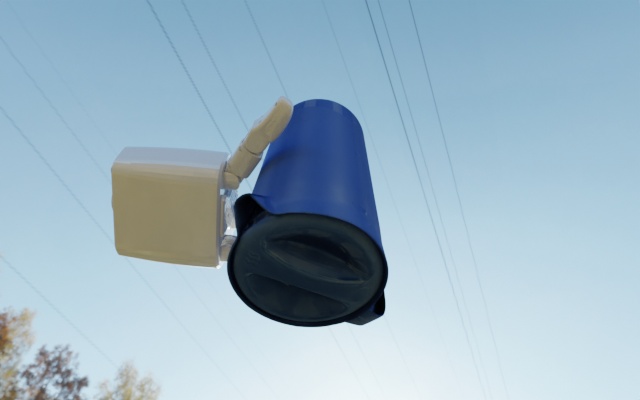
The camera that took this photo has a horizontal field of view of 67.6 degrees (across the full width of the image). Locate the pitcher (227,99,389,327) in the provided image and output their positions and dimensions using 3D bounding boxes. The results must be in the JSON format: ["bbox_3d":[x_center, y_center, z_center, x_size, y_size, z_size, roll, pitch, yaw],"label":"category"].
[{"bbox_3d":[0.000,0.002,0.488,0.145,0.149,0.242,5,37,-1],"label":"pitcher"}]
